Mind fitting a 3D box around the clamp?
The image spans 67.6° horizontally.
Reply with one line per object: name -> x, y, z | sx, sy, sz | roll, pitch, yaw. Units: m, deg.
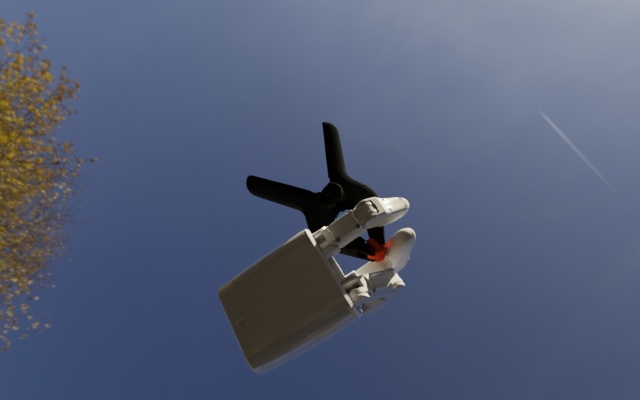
clamp -> 0.000, 0.002, 0.504 | 0.120, 0.171, 0.039 | -32, -29, 0
